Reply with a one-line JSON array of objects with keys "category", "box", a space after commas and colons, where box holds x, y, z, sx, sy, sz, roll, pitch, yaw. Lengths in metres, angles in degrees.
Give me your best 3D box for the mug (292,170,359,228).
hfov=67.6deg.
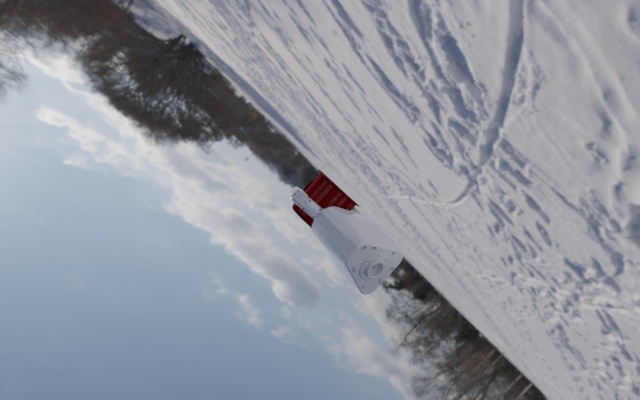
[{"category": "mug", "box": [-0.001, 0.002, 0.836, 0.093, 0.081, 0.117, 40, 3, -41]}]
